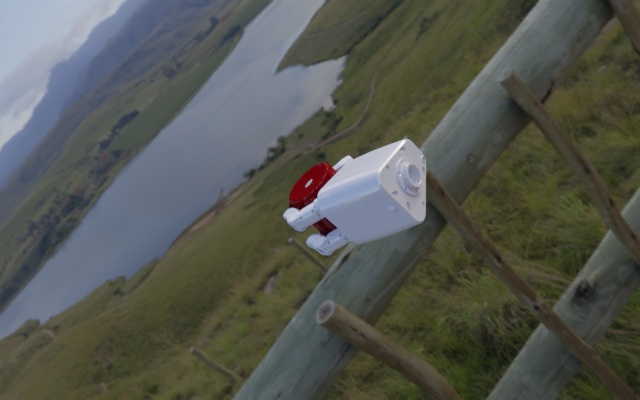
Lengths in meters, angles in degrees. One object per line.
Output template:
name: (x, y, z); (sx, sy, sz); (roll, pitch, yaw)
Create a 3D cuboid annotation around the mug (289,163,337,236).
mug: (-0.001, 0.003, 0.713); (0.117, 0.093, 0.081); (-23, -57, 43)
